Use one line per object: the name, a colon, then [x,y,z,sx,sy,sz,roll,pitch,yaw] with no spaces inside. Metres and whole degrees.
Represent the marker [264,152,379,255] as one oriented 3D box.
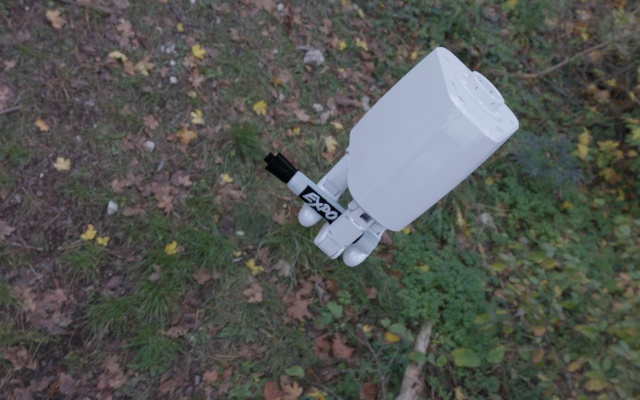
marker: [0.000,0.001,0.411,0.121,0.020,0.020,41,-6,-6]
